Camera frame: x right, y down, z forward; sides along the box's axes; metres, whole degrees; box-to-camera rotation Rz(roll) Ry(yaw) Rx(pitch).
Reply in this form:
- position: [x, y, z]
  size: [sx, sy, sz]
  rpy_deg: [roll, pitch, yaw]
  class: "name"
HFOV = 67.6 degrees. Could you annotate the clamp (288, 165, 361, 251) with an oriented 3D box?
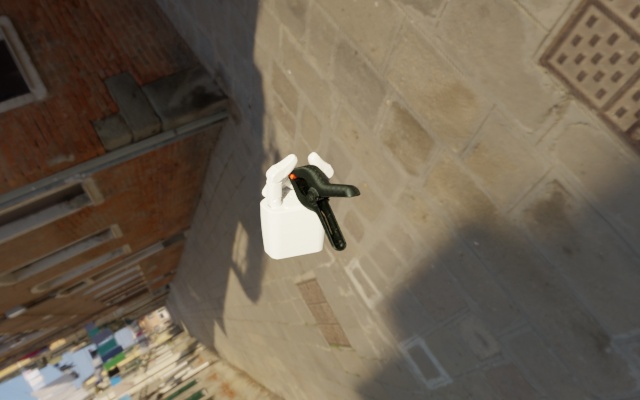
- position: [0.000, 0.003, 0.792]
  size: [0.039, 0.120, 0.171]
  rpy_deg: [-6, 29, -35]
  class: "clamp"
